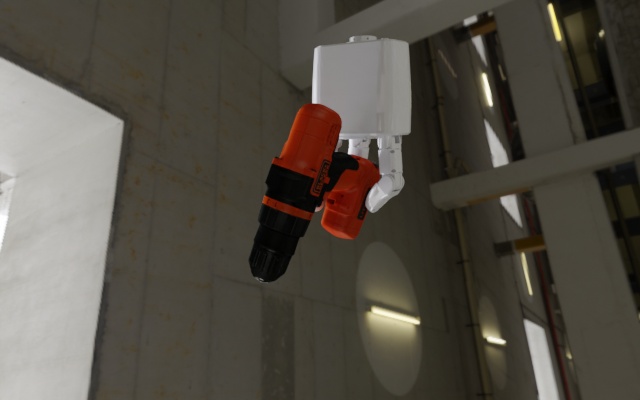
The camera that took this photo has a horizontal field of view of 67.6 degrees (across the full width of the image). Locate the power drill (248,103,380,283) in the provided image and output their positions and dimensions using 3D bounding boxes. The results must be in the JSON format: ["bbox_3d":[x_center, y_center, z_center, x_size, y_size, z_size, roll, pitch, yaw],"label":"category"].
[{"bbox_3d":[0.000,0.002,0.536,0.057,0.184,0.188,22,3,23],"label":"power drill"}]
